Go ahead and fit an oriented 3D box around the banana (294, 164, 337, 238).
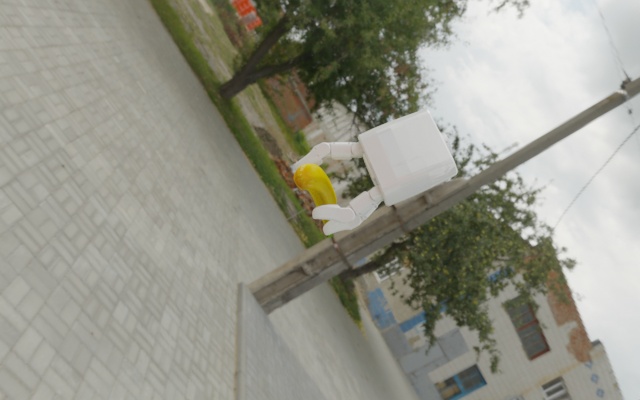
[{"bbox_3d":[-0.002,-0.012,0.702,0.037,0.069,0.198,-16,-28,8],"label":"banana"}]
